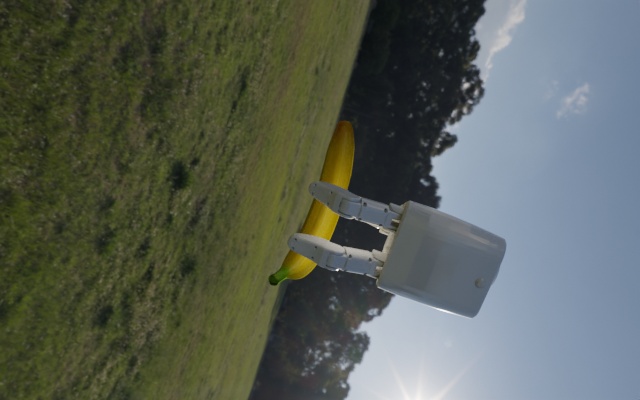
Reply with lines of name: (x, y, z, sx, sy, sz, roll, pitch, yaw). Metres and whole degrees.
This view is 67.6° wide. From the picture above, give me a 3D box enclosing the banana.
banana: (0.002, 0.009, 0.543, 0.037, 0.198, 0.070, 20, -8, 14)
